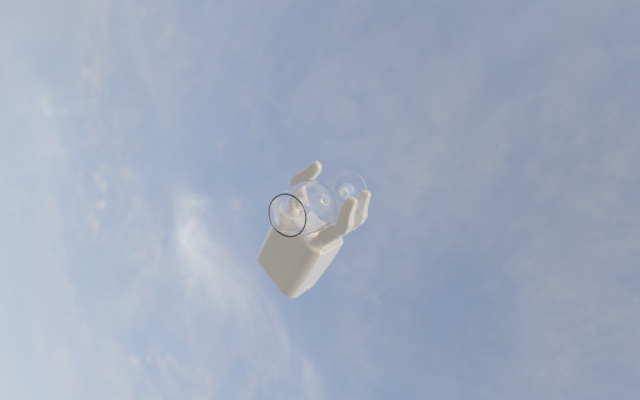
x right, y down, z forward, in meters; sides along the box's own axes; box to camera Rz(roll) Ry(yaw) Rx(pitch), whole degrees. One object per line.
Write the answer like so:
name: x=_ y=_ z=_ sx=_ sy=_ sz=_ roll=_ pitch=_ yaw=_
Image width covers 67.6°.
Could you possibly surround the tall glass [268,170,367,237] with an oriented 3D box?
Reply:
tall glass: x=0.000 y=0.002 z=0.741 sx=0.079 sy=0.079 sz=0.201 roll=0 pitch=10 yaw=28
